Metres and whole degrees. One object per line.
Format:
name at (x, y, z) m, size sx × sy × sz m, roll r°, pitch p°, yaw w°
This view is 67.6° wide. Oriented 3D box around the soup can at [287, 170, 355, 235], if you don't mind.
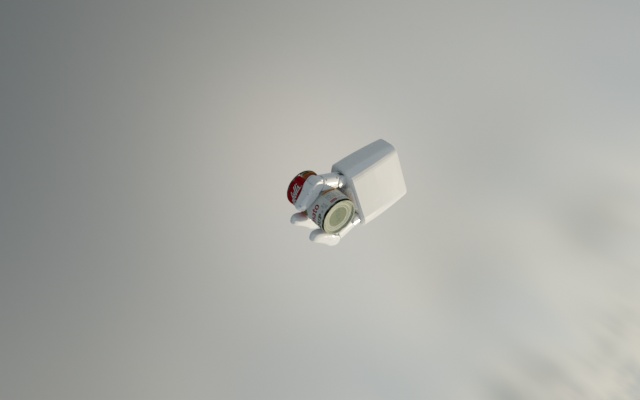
soup can at (0.000, 0.003, 0.793) m, size 0.068 × 0.068 × 0.102 m, roll 0°, pitch 29°, yaw -44°
